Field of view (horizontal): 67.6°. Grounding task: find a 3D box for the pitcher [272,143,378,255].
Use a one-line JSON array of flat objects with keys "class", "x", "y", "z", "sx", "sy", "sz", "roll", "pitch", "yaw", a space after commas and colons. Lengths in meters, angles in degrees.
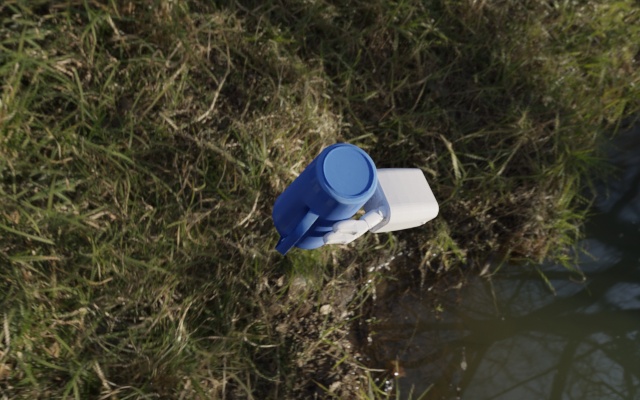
[{"class": "pitcher", "x": 0.000, "y": 0.003, "z": 0.855, "sx": 0.145, "sy": 0.149, "sz": 0.243, "roll": -2, "pitch": -19, "yaw": -21}]
